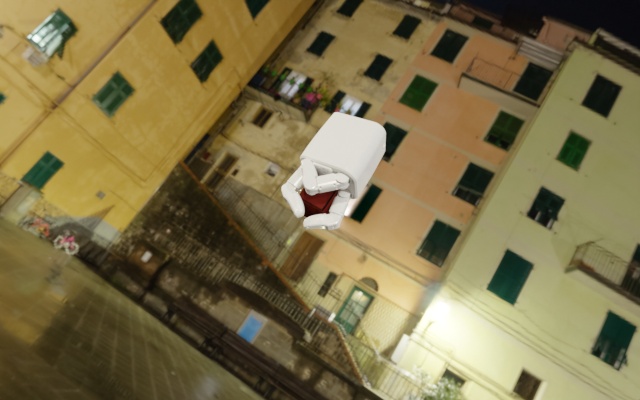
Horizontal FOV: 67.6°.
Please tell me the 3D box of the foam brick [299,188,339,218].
[{"bbox_3d":[0.000,0.003,0.818,0.053,0.051,0.078,28,-19,17],"label":"foam brick"}]
